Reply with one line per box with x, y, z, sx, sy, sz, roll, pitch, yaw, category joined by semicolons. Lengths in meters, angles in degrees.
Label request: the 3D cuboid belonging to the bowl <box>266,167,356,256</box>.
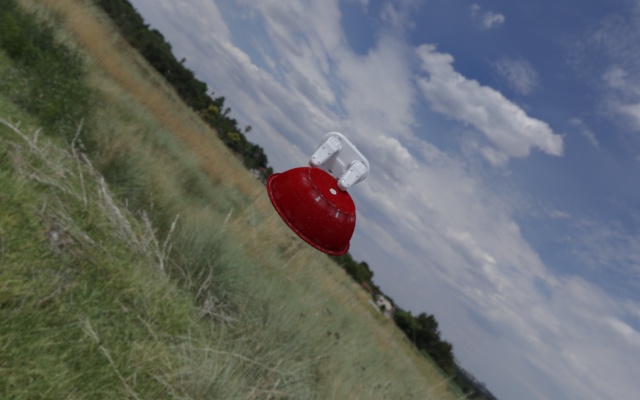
0.000;0.003;0.701;0.055;0.162;0.162;-45;-21;22;bowl
